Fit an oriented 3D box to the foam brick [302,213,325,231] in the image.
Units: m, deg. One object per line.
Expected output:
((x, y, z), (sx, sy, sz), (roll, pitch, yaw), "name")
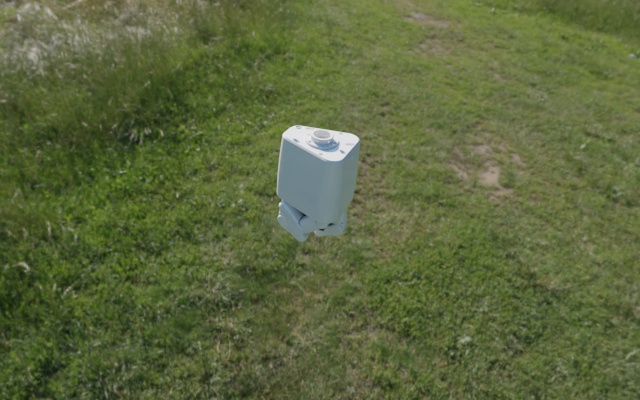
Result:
((0.000, 0.002, 0.782), (0.053, 0.051, 0.078), (19, 38, 17), "foam brick")
